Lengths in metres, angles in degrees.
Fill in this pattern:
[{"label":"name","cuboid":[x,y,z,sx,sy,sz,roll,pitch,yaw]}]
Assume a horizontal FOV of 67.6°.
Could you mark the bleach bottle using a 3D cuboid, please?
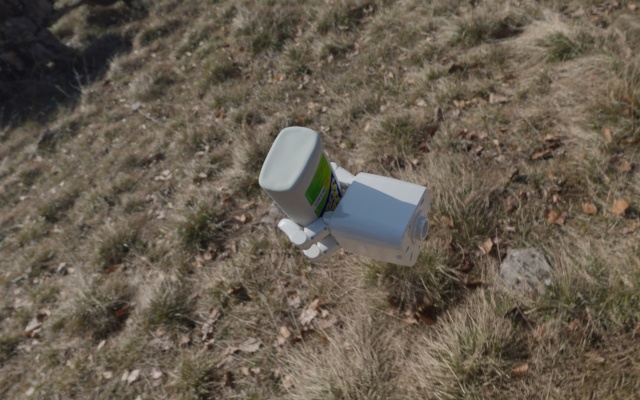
[{"label":"bleach bottle","cuboid":[0.000,0.002,0.715,0.068,0.102,0.251,14,-21,28]}]
